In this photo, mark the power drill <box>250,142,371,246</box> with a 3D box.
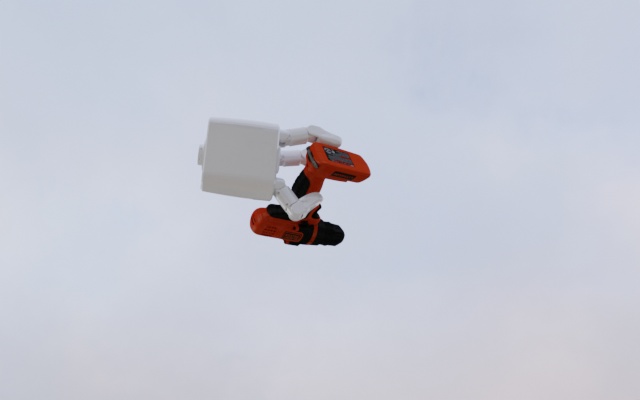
[{"bbox_3d":[0.000,0.002,0.783,0.184,0.188,0.057,12,37,-35],"label":"power drill"}]
